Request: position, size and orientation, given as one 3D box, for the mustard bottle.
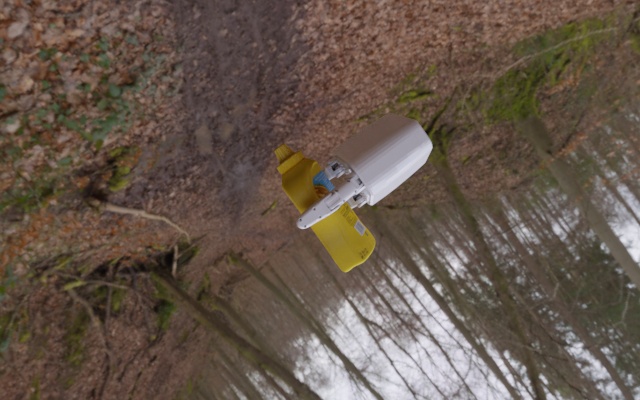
[{"bbox_3d":[0.000,0.003,0.667,0.058,0.191,0.096,-34,6,22],"label":"mustard bottle"}]
